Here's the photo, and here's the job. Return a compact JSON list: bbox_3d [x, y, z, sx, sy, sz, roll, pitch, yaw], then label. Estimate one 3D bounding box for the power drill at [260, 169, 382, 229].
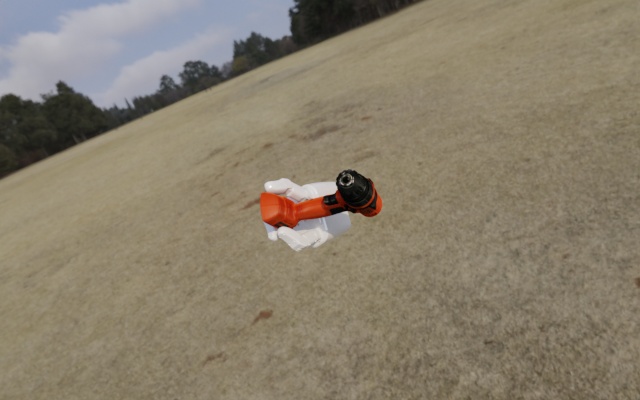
[{"bbox_3d":[0.000,0.003,0.787,0.187,0.057,0.184,-9,-17,16],"label":"power drill"}]
